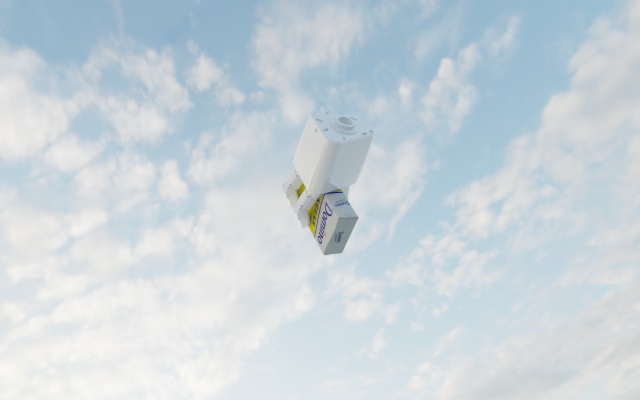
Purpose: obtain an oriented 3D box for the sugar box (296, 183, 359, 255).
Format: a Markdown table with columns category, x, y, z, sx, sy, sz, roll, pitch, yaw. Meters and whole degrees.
| category | x | y | z | sx | sy | sz | roll | pitch | yaw |
| --- | --- | --- | --- | --- | --- | --- | --- | --- | --- |
| sugar box | 0.000 | 0.003 | 0.859 | 0.048 | 0.093 | 0.176 | -3 | 43 | -27 |
